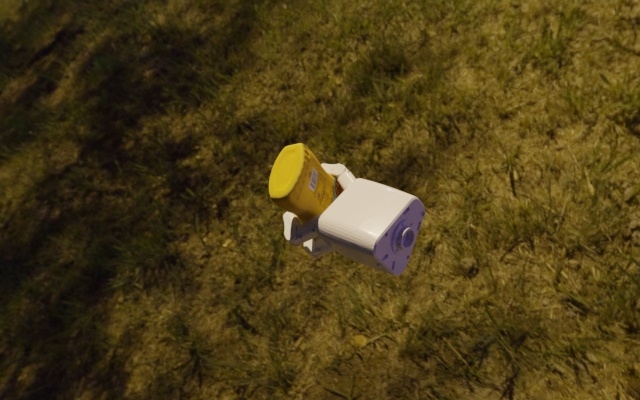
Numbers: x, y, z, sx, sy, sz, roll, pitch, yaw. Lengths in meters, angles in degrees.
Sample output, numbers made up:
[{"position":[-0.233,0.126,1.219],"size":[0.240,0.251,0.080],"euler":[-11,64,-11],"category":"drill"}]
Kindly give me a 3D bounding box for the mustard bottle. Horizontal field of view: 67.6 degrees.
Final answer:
[{"position":[0.000,0.002,0.738],"size":[0.058,0.096,0.192],"euler":[-9,-34,32],"category":"mustard bottle"}]
